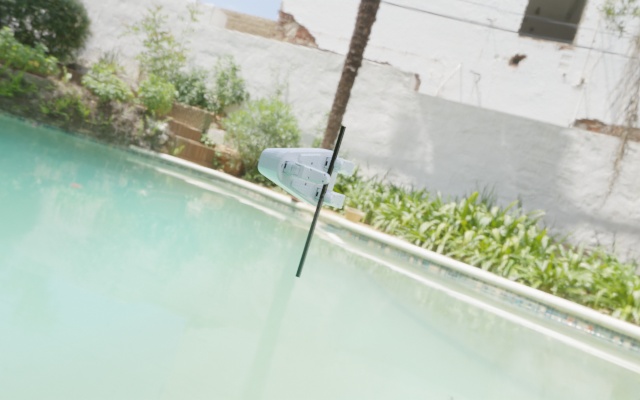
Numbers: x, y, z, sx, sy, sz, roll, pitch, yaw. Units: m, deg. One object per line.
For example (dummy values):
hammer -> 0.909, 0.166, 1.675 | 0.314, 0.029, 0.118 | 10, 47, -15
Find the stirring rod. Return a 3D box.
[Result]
stirring rod -> 0.000, 0.002, 0.729 | 0.011, 0.239, 0.011 | 17, 2, -1
